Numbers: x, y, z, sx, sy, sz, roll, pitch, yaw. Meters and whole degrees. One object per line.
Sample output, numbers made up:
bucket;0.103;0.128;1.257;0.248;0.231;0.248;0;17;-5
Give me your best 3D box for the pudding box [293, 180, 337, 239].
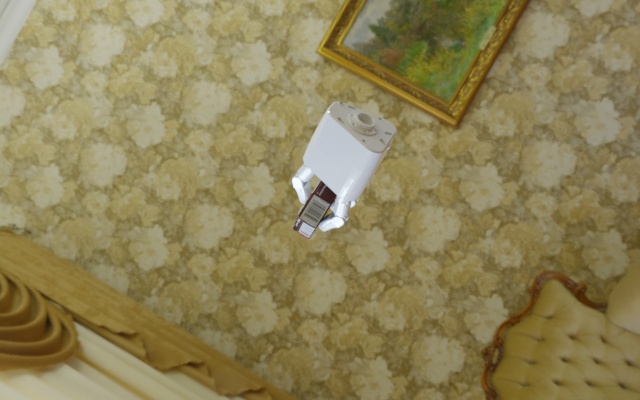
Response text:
pudding box;0.000;0.003;0.806;0.039;0.113;0.090;34;-18;2
